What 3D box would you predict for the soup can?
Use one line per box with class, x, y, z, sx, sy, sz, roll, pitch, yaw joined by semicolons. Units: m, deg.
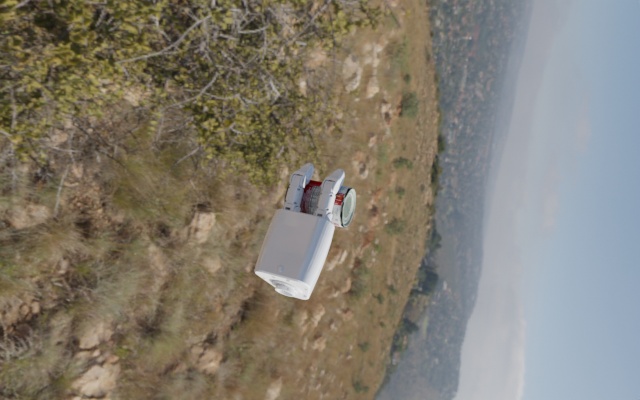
soup can;0.001;0.002;0.790;0.102;0.068;0.068;11;4;20
